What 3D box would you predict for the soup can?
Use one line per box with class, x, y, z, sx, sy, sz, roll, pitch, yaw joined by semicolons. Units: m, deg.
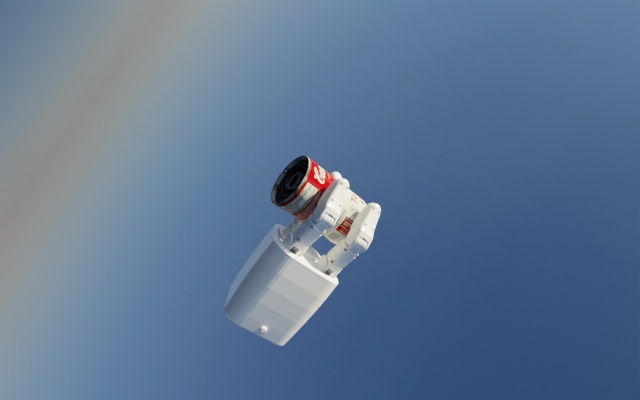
soup can;0.001;0.002;0.581;0.102;0.068;0.068;36;-18;-27
